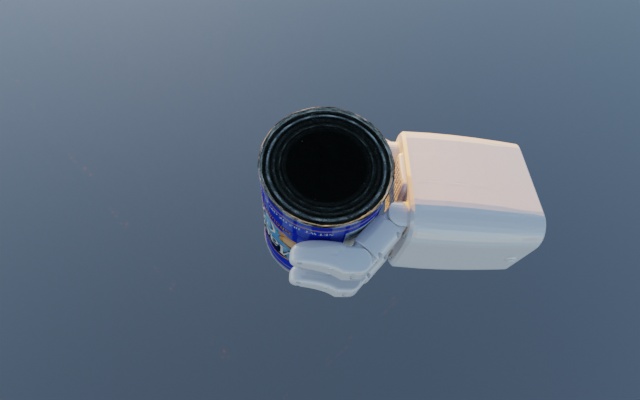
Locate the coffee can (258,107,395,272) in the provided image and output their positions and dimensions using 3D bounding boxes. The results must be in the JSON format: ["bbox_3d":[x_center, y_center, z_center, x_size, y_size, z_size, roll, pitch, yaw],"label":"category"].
[{"bbox_3d":[0.000,0.001,0.417,0.103,0.102,0.140,0,-24,-4],"label":"coffee can"}]
